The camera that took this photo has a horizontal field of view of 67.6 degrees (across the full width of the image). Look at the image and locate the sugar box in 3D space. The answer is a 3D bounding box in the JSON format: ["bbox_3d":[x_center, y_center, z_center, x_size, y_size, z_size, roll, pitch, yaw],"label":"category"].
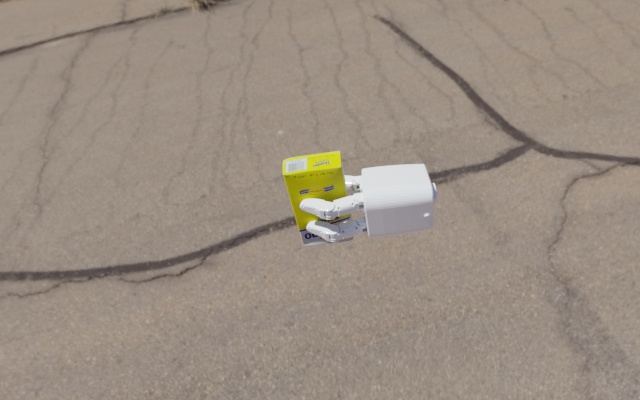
[{"bbox_3d":[0.000,0.003,0.791,0.093,0.176,0.048,-7,43,6],"label":"sugar box"}]
